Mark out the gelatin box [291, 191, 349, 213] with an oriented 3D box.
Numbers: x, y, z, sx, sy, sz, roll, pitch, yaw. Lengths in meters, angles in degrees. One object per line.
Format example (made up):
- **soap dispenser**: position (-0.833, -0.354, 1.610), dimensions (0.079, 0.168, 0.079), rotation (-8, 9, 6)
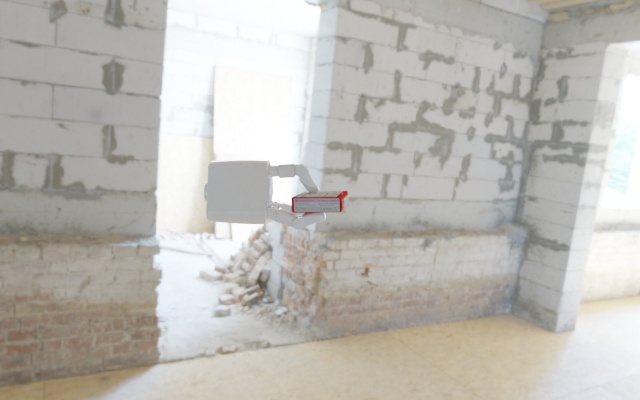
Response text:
- **gelatin box**: position (0.000, 0.002, 0.842), dimensions (0.089, 0.030, 0.073), rotation (-1, 8, 13)
